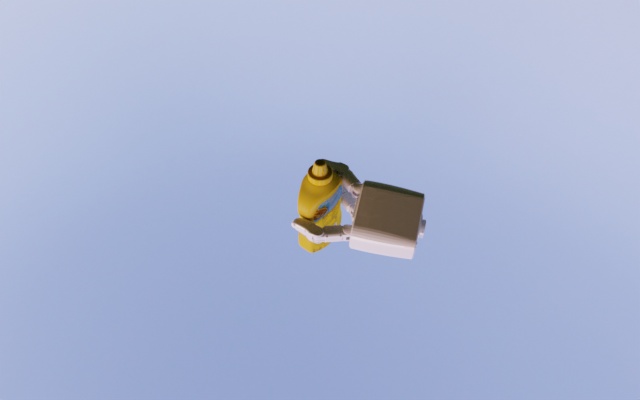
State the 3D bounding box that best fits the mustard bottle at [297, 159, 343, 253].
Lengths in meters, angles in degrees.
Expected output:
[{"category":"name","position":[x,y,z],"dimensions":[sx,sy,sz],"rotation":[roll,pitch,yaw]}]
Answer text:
[{"category":"mustard bottle","position":[0.000,0.003,0.823],"dimensions":[0.058,0.192,0.096],"rotation":[32,57,24]}]
